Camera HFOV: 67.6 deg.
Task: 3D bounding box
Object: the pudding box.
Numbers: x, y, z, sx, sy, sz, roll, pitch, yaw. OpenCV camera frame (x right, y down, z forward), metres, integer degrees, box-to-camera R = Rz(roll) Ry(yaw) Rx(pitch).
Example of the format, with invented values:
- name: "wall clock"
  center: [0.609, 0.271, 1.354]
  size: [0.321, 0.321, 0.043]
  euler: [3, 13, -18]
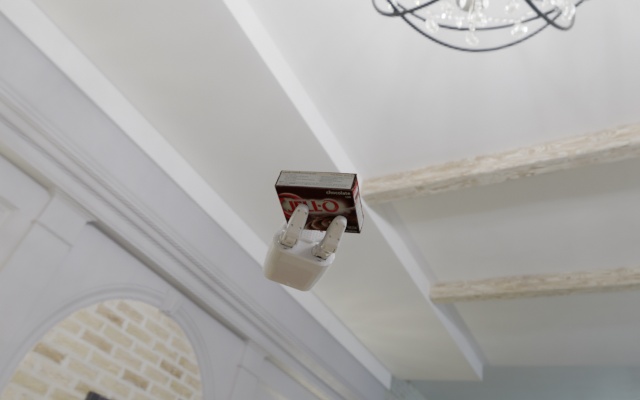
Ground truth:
- name: "pudding box"
  center: [0.000, 0.002, 0.674]
  size: [0.113, 0.039, 0.090]
  euler: [1, -42, 15]
